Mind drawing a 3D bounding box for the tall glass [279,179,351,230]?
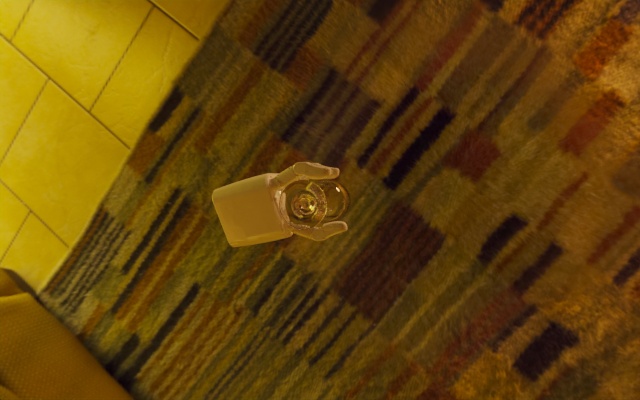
[{"bbox_3d":[0.000,0.003,0.796,0.079,0.079,0.201,0,2,16],"label":"tall glass"}]
